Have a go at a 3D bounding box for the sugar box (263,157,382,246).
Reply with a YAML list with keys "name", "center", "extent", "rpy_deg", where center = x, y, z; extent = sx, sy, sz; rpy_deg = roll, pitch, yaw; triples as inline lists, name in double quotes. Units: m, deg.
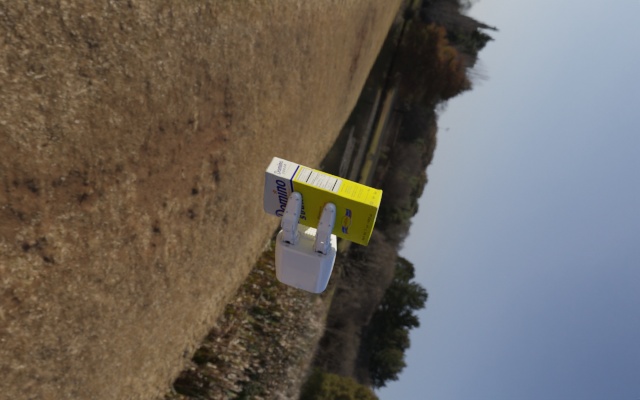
- name: "sugar box"
  center: [0.000, 0.003, 0.738]
  extent: [0.176, 0.093, 0.048]
  rpy_deg: [16, 46, 7]
